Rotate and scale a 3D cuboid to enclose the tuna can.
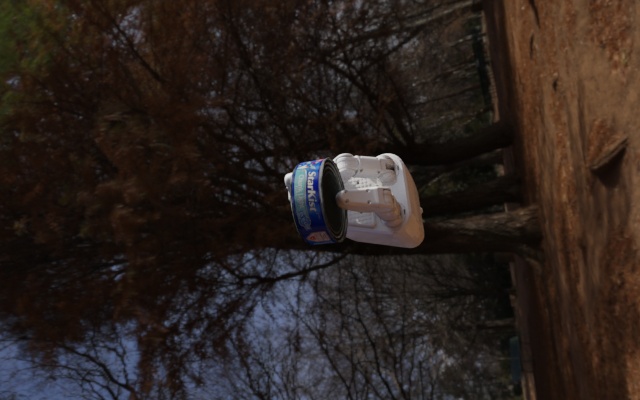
[{"bbox_3d":[0.000,0.002,0.482,0.034,0.086,0.086,-8,-3,18],"label":"tuna can"}]
